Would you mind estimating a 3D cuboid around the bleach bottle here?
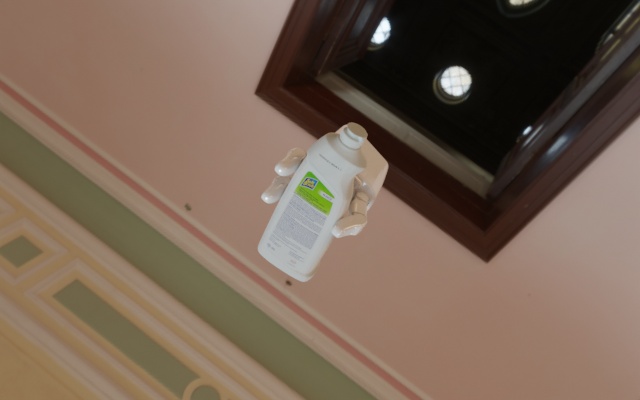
[{"bbox_3d":[0.000,0.002,0.668,0.102,0.251,0.068,32,37,1],"label":"bleach bottle"}]
